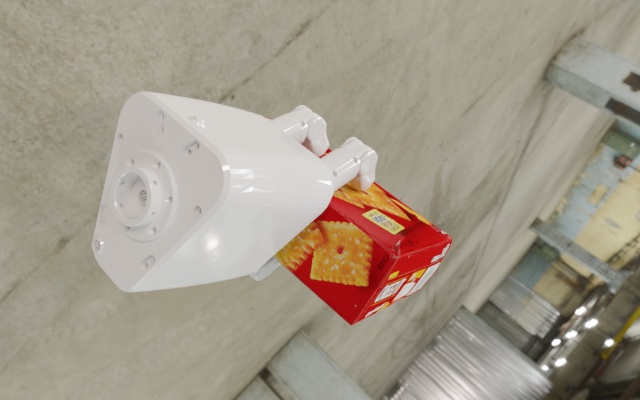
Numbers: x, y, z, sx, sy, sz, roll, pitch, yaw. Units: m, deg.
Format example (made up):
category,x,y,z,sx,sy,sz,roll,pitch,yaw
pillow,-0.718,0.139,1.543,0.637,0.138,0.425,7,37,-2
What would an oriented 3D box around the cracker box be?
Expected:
category,x,y,z,sx,sy,sz,roll,pitch,yaw
cracker box,0.000,0.002,0.430,0.213,0.072,0.164,39,18,23
